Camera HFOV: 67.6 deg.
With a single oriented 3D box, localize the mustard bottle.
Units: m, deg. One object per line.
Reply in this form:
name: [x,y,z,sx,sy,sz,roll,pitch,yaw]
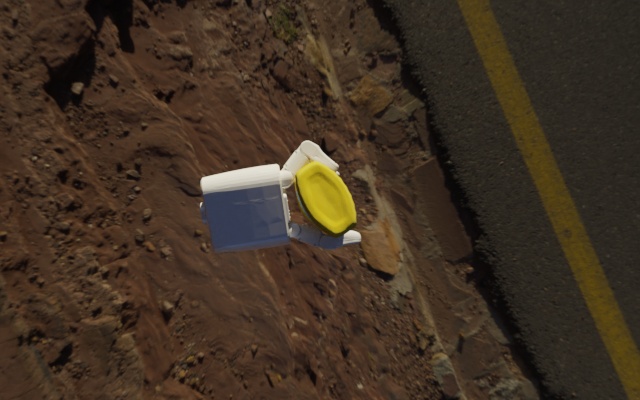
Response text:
mustard bottle: [0.000,0.002,0.665,0.058,0.096,0.191,-34,1,-5]
